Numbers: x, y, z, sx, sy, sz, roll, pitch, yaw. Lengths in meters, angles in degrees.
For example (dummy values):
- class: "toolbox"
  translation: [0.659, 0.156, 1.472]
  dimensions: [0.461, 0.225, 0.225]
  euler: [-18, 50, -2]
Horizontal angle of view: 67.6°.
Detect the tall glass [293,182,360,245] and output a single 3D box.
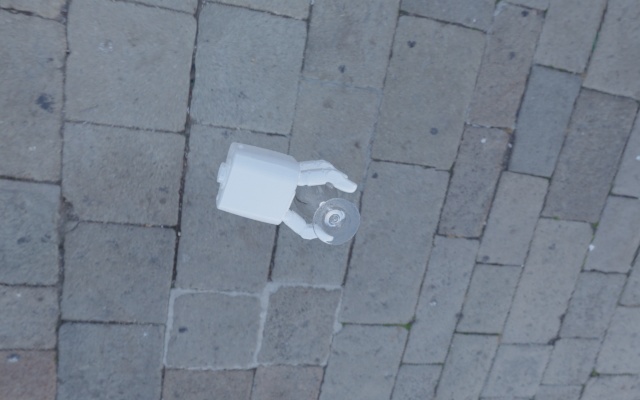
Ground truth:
- class: "tall glass"
  translation: [0.000, 0.003, 0.809]
  dimensions: [0.079, 0.079, 0.201]
  euler: [0, 17, -14]
